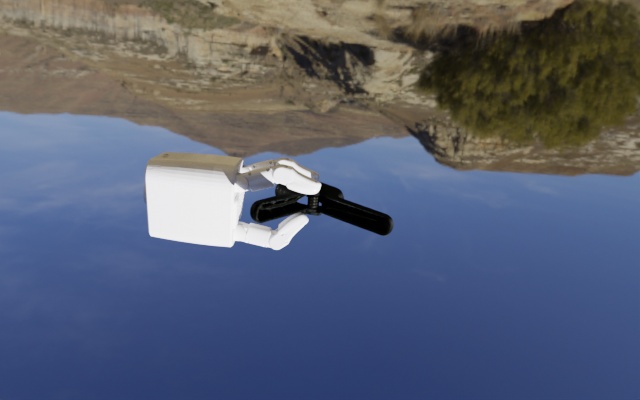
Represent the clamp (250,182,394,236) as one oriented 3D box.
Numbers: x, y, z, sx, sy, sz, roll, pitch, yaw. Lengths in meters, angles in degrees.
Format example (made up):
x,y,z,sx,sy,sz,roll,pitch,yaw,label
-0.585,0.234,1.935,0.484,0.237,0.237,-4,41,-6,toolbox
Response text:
x,y,z,sx,sy,sz,roll,pitch,yaw,label
0.000,0.003,0.623,0.164,0.036,0.210,9,12,-4,clamp
